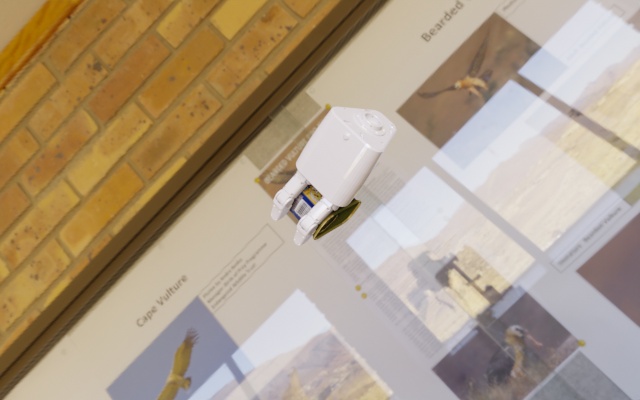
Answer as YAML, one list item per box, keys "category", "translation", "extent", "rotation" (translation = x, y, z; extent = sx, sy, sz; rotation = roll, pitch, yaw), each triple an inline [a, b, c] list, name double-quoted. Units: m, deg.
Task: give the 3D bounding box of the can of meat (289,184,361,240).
- category: "can of meat"
  translation: [0.000, 0.002, 0.749]
  extent: [0.102, 0.084, 0.057]
  rotation: [-27, -23, -47]
